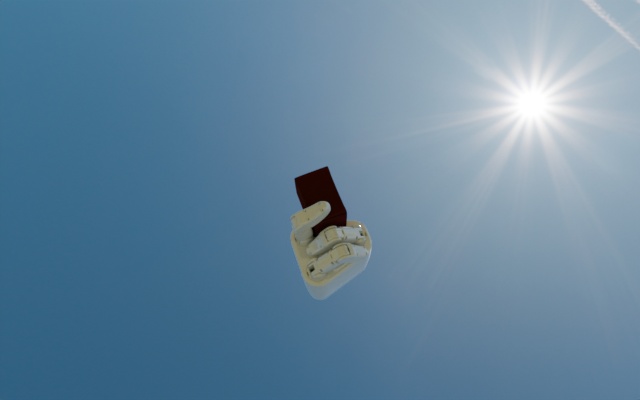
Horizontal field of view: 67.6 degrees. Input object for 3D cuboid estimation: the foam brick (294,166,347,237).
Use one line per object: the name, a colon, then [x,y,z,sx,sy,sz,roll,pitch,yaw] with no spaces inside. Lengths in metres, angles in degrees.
foam brick: [0.000,0.002,0.680,0.053,0.078,0.051,-18,-24,-6]
